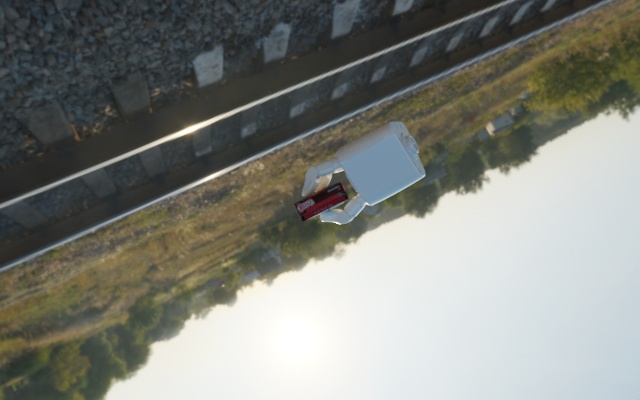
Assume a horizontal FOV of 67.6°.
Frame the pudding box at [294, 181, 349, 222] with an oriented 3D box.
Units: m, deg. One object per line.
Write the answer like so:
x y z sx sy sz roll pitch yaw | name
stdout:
0.000 0.003 0.851 0.090 0.039 0.113 -25 -2 -2 | pudding box
